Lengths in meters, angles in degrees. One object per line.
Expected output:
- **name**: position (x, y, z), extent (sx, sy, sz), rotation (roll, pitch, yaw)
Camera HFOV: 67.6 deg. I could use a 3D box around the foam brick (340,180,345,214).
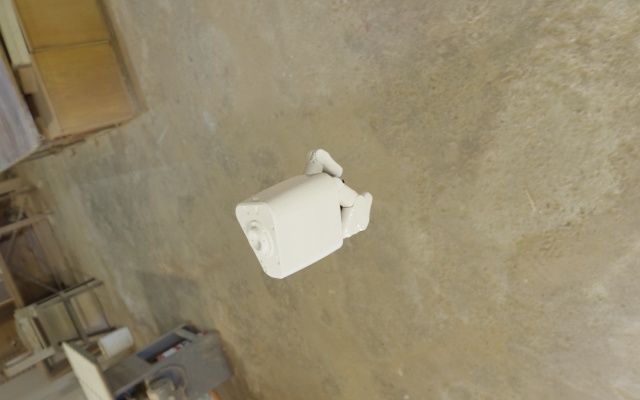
- **foam brick**: position (0.000, 0.002, 0.716), extent (0.051, 0.053, 0.078), rotation (-26, 14, -36)
